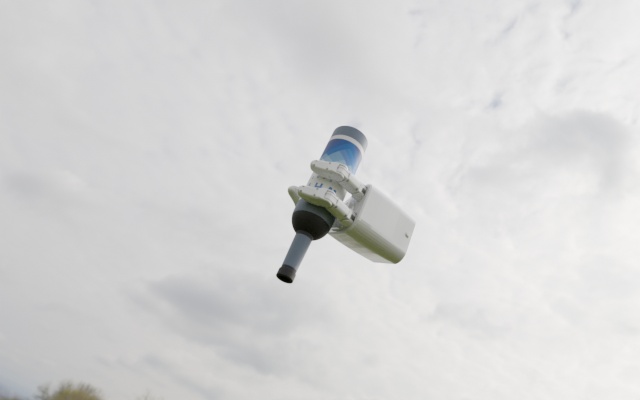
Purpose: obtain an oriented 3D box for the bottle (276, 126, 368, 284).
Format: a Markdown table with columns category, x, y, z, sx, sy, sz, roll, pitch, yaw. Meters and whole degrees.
| category | x | y | z | sx | sy | sz | roll | pitch | yaw |
| --- | --- | --- | --- | --- | --- | --- | --- | --- | --- |
| bottle | 0.000 | 0.002 | 0.779 | 0.069 | 0.295 | 0.069 | 18 | -33 | 12 |
